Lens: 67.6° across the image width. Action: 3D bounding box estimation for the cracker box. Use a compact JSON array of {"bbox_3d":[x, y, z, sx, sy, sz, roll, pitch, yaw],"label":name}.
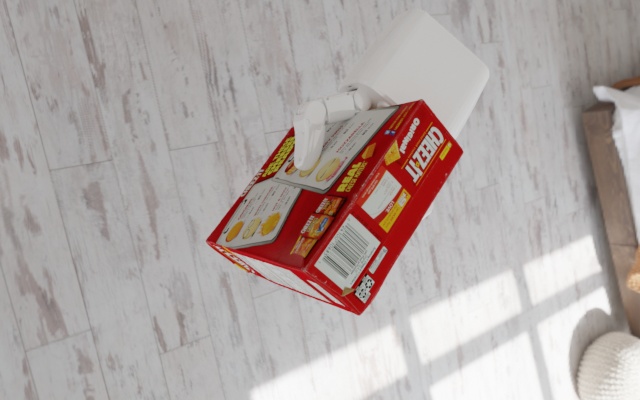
[{"bbox_3d":[0.000,0.001,0.440,0.072,0.164,0.213,43,-20,-24],"label":"cracker box"}]
